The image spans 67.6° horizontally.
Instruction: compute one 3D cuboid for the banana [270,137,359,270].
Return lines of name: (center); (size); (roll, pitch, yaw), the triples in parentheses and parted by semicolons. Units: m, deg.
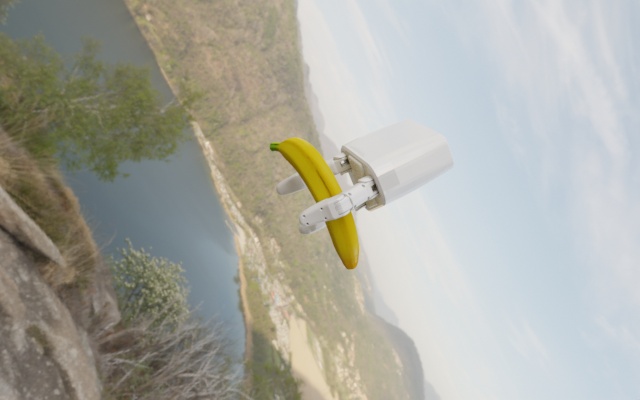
banana: (0.003, -0.006, 0.599); (0.037, 0.198, 0.070); (-28, -8, -21)
